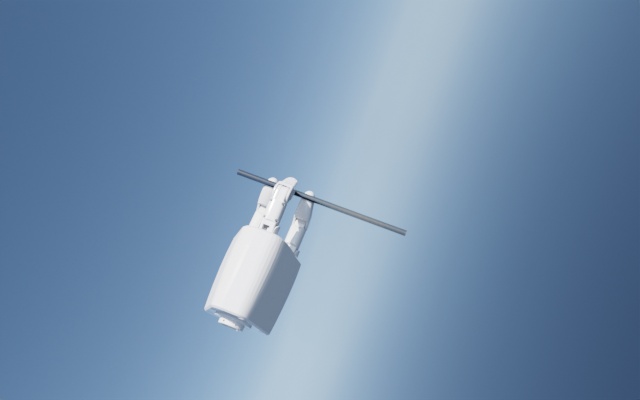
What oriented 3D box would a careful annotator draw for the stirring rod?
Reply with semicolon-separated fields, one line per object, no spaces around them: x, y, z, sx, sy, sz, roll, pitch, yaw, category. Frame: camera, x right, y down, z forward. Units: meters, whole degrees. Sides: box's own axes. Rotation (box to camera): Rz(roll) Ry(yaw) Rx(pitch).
0.000;0.002;0.640;0.239;0.011;0.011;20;2;5;stirring rod
